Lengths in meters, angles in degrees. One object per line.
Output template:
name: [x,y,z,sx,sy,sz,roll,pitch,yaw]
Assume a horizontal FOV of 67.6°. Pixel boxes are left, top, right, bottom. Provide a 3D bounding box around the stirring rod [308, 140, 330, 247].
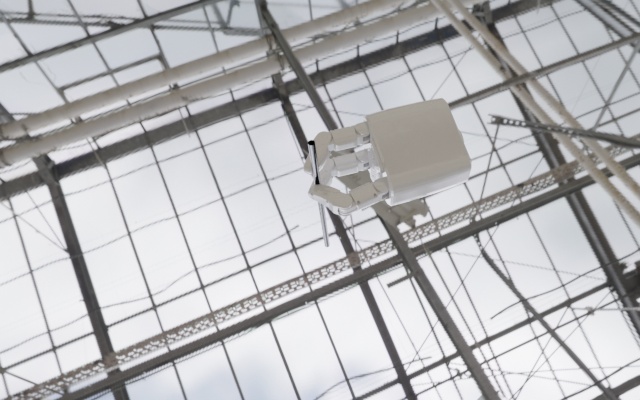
stirring rod: [0.000,0.002,0.626,0.011,0.011,0.240,0,-33,6]
